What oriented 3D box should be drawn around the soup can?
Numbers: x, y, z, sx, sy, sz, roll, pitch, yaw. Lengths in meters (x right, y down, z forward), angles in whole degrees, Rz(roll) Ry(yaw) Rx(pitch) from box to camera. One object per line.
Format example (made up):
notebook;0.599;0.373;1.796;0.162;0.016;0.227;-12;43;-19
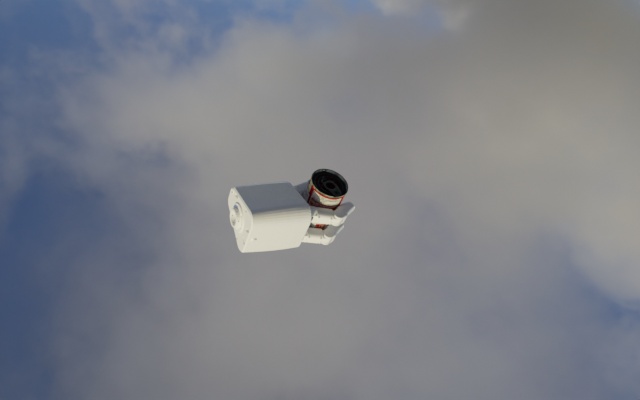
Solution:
soup can;0.000;0.003;0.853;0.068;0.068;0.102;0;-42;-25
